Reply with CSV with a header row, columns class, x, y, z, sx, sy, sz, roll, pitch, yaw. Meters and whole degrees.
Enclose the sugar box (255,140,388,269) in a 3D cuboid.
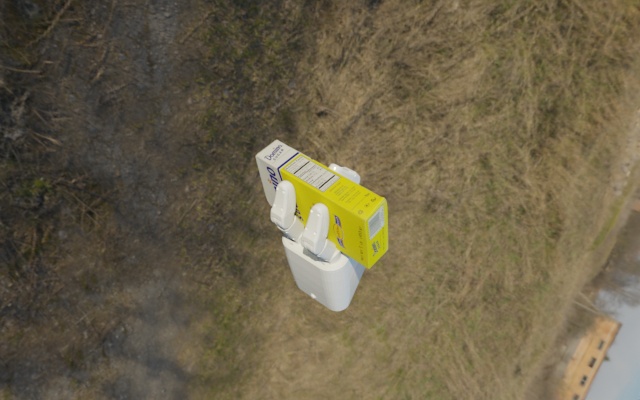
class,x,y,z,sx,sy,sz,roll,pitch,yaw
sugar box,0.000,0.002,0.582,0.176,0.093,0.048,28,56,31
